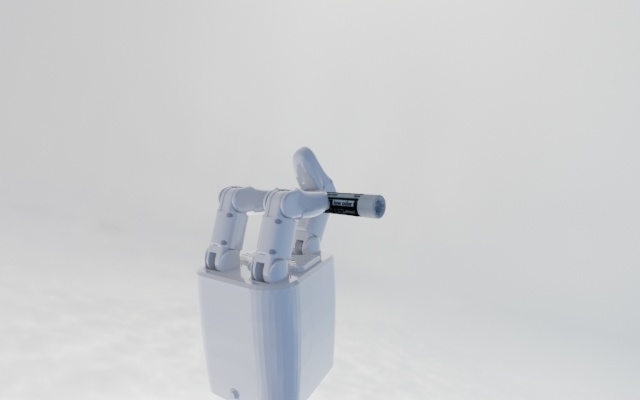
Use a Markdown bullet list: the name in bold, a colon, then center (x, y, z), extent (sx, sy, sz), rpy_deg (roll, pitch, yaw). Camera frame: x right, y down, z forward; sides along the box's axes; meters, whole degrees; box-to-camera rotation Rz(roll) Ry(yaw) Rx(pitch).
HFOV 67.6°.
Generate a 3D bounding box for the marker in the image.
- **marker**: center (0.000, 0.001, 0.408), extent (0.121, 0.020, 0.020), rpy_deg (5, 3, 40)
